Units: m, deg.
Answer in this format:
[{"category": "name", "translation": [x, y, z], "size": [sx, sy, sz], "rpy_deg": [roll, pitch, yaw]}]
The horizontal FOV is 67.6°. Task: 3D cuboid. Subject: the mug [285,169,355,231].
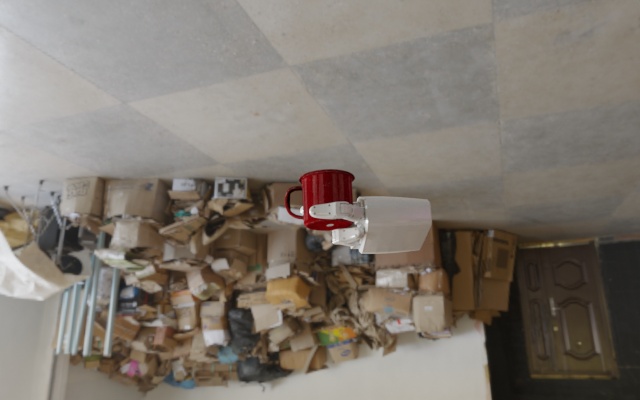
[{"category": "mug", "translation": [-0.001, 0.003, 0.781], "size": [0.117, 0.081, 0.093], "rpy_deg": [-1, -16, -3]}]
